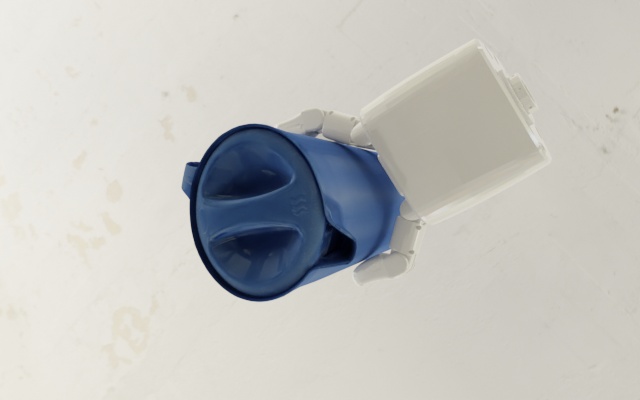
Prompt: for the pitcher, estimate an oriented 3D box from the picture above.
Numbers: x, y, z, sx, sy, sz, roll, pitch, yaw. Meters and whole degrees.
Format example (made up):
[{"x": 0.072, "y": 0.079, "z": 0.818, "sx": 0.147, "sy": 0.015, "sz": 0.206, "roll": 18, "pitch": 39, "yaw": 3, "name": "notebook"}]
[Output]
[{"x": 0.000, "y": 0.001, "z": 0.457, "sx": 0.145, "sy": 0.149, "sz": 0.243, "roll": -32, "pitch": -15, "yaw": 29, "name": "pitcher"}]
